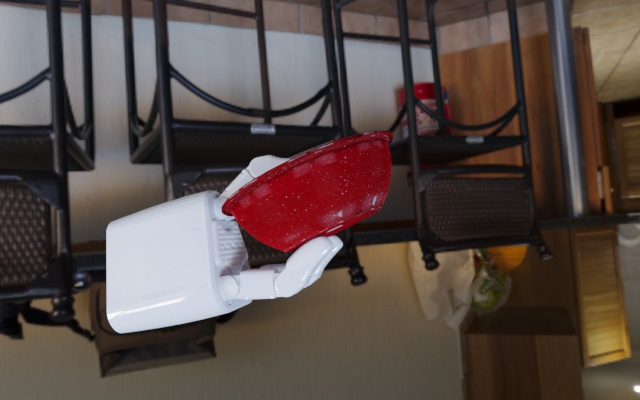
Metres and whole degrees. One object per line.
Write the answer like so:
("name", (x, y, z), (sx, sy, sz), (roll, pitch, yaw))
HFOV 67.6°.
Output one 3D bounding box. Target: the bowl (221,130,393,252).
("bowl", (0.001, 0.001, 0.411), (0.162, 0.055, 0.162), (-24, -8, -3))
